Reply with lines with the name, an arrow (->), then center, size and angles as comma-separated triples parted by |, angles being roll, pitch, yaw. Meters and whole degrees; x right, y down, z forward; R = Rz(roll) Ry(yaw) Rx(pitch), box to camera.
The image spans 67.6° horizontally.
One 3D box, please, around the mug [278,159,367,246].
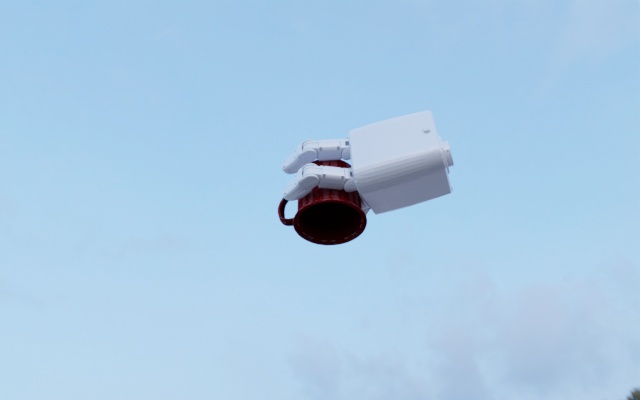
mug -> -0.001, 0.002, 0.626 | 0.117, 0.081, 0.093 | -14, -42, 14
